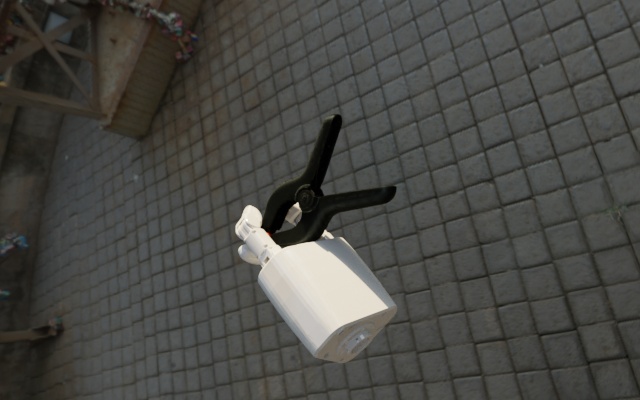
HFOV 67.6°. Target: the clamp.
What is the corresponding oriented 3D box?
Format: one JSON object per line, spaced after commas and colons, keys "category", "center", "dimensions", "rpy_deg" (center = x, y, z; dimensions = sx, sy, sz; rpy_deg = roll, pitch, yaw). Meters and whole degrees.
{"category": "clamp", "center": [0.000, 0.002, 0.531], "dimensions": [0.120, 0.171, 0.039], "rpy_deg": [49, 19, 31]}
